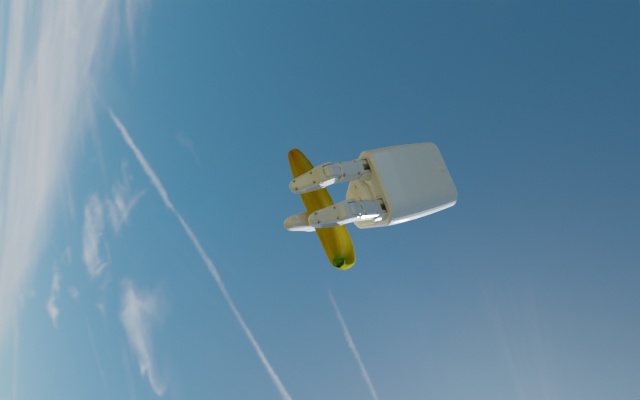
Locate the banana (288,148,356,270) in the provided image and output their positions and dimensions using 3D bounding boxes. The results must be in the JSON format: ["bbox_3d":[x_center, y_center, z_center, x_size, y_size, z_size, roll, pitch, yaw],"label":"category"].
[{"bbox_3d":[0.004,0.016,0.600,0.037,0.197,0.070,-22,-39,-5],"label":"banana"}]
